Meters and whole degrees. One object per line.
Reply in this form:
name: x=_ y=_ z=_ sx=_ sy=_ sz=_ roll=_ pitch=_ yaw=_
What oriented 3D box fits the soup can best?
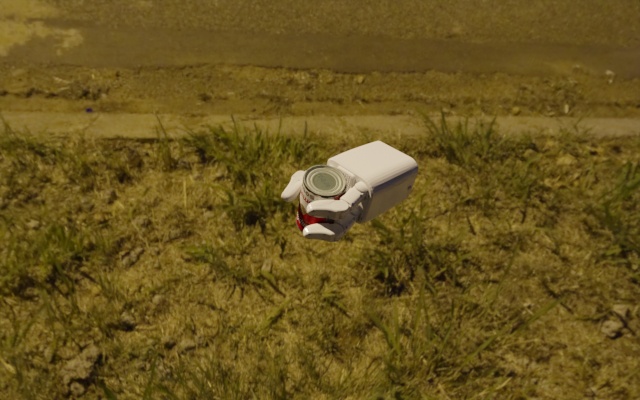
soup can: x=0.000 y=0.002 z=0.746 sx=0.068 sy=0.068 sz=0.102 roll=0 pitch=-41 yaw=-10
